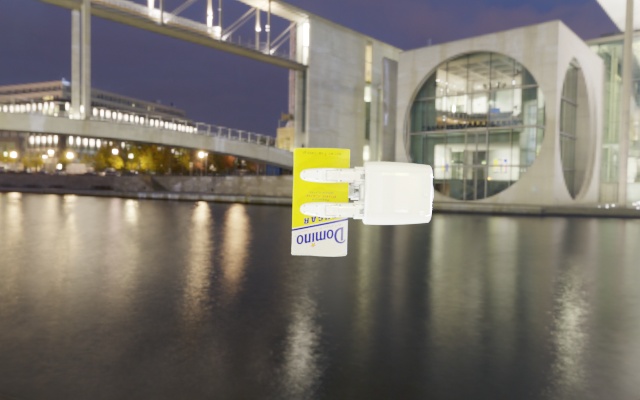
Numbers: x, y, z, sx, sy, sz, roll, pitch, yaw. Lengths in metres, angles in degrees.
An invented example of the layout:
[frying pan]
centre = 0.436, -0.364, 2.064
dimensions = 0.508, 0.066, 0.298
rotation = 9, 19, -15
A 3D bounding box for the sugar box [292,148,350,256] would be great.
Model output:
[sugar box]
centre = 0.000, 0.003, 0.791
dimensions = 0.093, 0.176, 0.048
rotation = 1, 2, 1
